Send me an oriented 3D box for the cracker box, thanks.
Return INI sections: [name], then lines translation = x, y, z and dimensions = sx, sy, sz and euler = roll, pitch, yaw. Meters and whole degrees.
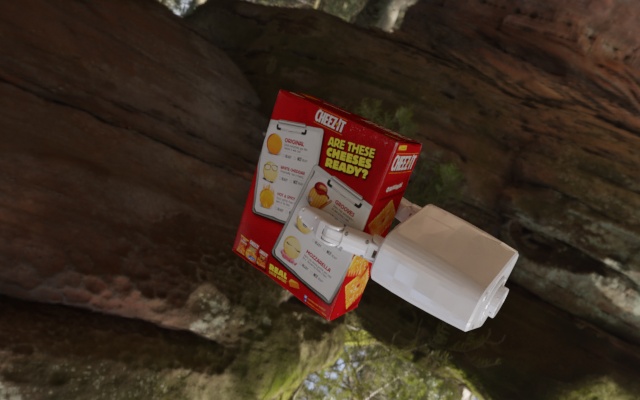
[cracker box]
translation = 0.000, 0.002, 0.556
dimensions = 0.164, 0.214, 0.072
euler = 30, 21, 29
